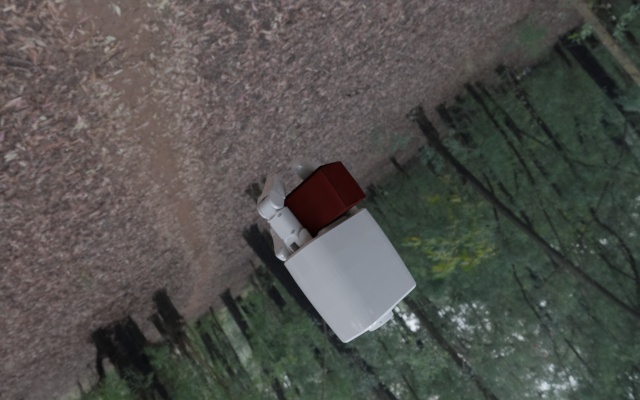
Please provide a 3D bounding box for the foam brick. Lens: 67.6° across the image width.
[{"bbox_3d":[0.000,0.001,0.520,0.078,0.051,0.053,-40,-9,30],"label":"foam brick"}]
